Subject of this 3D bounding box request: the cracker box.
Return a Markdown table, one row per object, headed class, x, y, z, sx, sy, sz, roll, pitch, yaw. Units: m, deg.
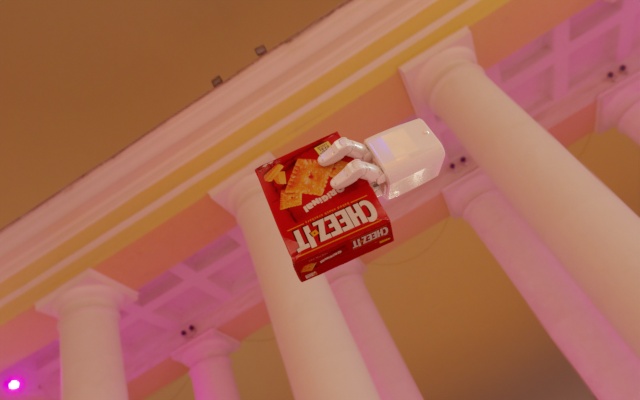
| class | x | y | z | sx | sy | sz | roll | pitch | yaw |
| --- | --- | --- | --- | --- | --- | --- | --- | --- | --- |
| cracker box | 0.000 | 0.003 | 0.791 | 0.164 | 0.213 | 0.072 | -24 | -37 | -3 |
